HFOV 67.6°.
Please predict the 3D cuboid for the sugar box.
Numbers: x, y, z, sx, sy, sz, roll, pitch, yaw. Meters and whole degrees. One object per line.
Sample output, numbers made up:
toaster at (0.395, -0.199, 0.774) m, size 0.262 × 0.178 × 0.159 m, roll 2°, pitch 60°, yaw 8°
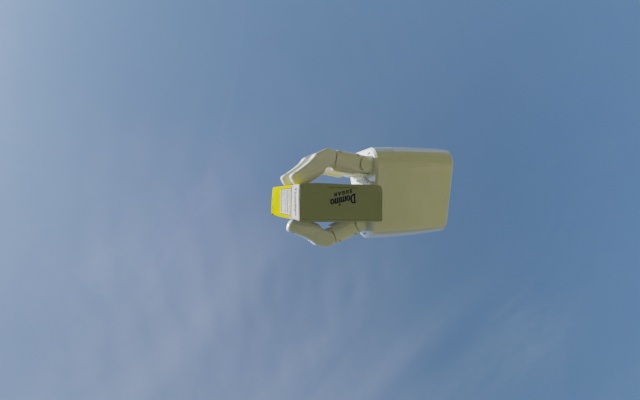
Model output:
sugar box at (0.000, 0.001, 0.574) m, size 0.093 × 0.048 × 0.176 m, roll 0°, pitch -2°, yaw -15°
